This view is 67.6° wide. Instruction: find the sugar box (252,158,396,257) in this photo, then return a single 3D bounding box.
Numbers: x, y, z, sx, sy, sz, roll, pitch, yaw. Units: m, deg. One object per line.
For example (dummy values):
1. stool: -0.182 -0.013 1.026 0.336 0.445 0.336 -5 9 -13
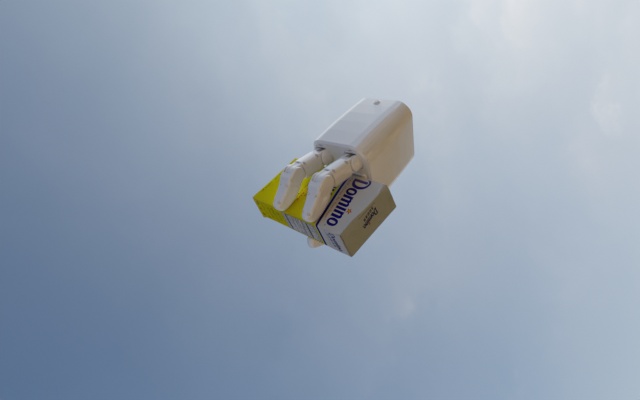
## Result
1. sugar box: 0.000 0.002 0.620 0.176 0.048 0.093 18 55 46
